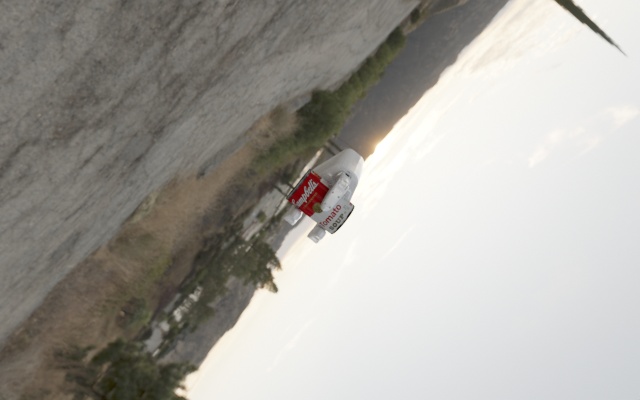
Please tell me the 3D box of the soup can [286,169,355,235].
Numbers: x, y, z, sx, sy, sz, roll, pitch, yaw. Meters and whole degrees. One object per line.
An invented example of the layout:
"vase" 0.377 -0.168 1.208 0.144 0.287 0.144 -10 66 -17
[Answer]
"soup can" 0.000 0.003 0.825 0.102 0.068 0.068 39 -5 -6
